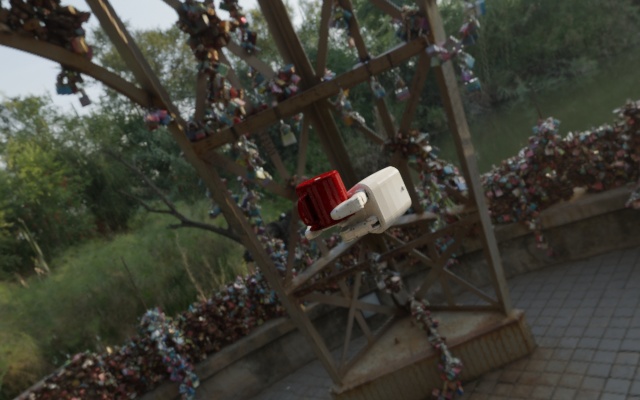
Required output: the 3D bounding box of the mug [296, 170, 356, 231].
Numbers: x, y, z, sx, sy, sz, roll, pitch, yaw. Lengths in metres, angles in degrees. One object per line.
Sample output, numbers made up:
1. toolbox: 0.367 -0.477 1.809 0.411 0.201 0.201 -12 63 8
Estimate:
1. mug: -0.001 0.003 0.831 0.093 0.081 0.117 -17 10 43
